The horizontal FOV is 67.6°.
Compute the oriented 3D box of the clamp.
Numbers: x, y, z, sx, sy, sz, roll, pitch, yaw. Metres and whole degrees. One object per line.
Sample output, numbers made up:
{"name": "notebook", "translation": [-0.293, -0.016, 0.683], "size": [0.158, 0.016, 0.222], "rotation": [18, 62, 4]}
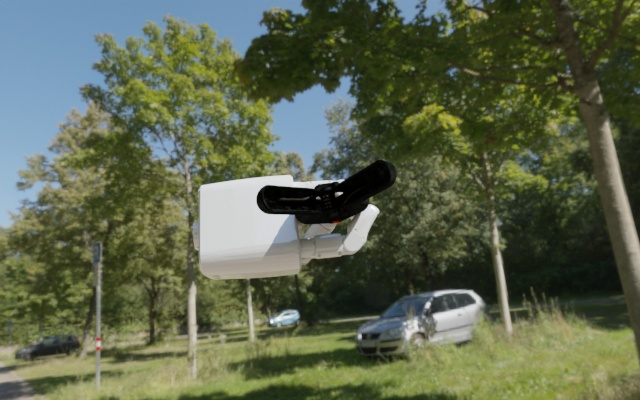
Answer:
{"name": "clamp", "translation": [0.000, 0.001, 0.469], "size": [0.120, 0.039, 0.171], "rotation": [-5, -13, -5]}
